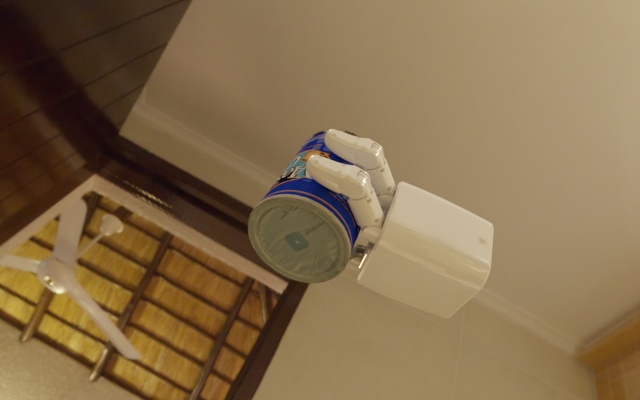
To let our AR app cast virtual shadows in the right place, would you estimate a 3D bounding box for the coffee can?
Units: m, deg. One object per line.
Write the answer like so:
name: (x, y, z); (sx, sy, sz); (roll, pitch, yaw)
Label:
coffee can: (0.000, 0.002, 0.502); (0.103, 0.103, 0.140); (0, 34, 23)
